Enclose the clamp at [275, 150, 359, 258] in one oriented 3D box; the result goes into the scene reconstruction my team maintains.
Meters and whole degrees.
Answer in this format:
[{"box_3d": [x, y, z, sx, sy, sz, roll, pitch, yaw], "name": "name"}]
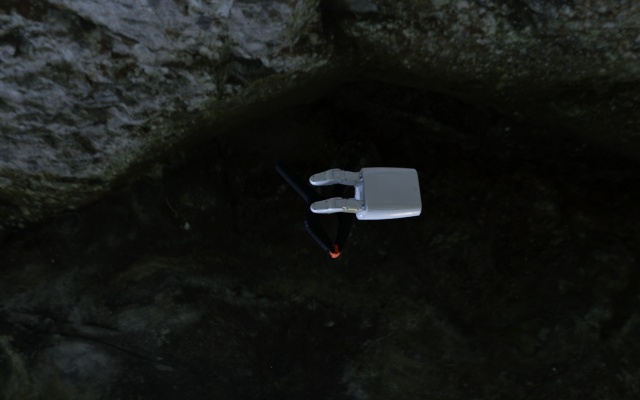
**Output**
[{"box_3d": [0.000, 0.004, 0.900, 0.164, 0.210, 0.036, -2, -19, -6], "name": "clamp"}]
